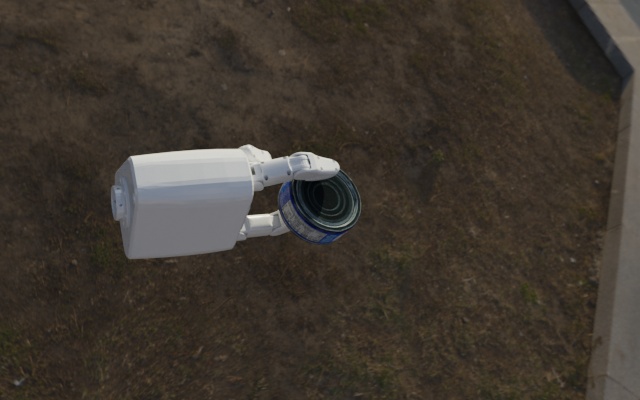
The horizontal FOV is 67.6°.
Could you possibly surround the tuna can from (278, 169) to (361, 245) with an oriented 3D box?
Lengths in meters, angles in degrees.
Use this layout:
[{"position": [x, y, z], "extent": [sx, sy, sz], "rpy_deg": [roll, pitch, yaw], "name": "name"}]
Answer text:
[{"position": [0.000, 0.001, 0.508], "extent": [0.086, 0.086, 0.034], "rpy_deg": [0, -26, -32], "name": "tuna can"}]
